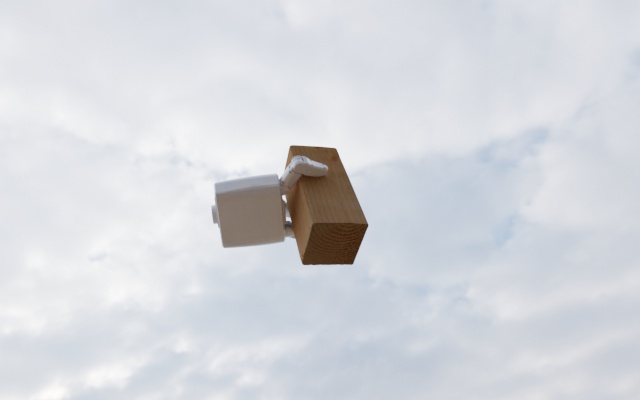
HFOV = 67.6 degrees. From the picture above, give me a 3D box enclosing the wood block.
[{"bbox_3d":[0.000,0.002,0.800,0.090,0.091,0.206,2,39,-18],"label":"wood block"}]
